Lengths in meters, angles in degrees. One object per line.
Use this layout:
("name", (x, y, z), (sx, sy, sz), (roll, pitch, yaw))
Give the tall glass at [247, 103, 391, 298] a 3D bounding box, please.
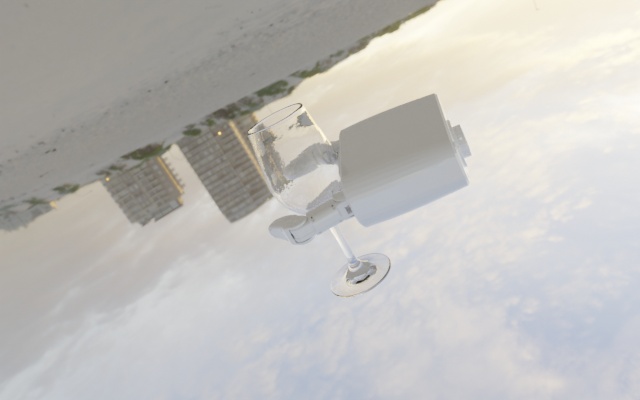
("tall glass", (0.000, 0.002, 0.499), (0.079, 0.201, 0.079), (-25, 21, 10))
